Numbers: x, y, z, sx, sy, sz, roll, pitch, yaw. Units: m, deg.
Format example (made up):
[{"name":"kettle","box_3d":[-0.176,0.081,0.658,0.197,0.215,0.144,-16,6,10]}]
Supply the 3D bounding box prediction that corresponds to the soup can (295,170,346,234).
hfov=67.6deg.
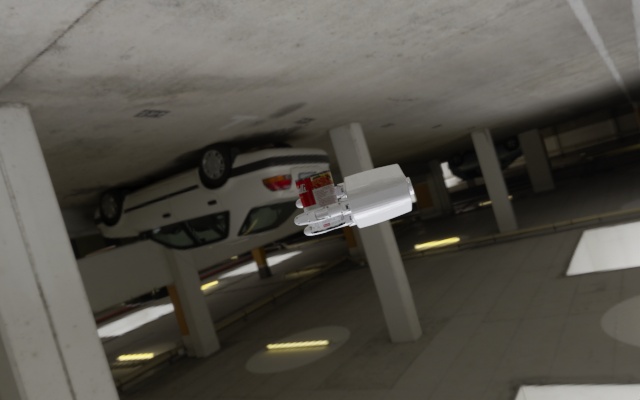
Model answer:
[{"name":"soup can","box_3d":[0.000,0.003,0.864,0.068,0.102,0.068,-17,1,0]}]
